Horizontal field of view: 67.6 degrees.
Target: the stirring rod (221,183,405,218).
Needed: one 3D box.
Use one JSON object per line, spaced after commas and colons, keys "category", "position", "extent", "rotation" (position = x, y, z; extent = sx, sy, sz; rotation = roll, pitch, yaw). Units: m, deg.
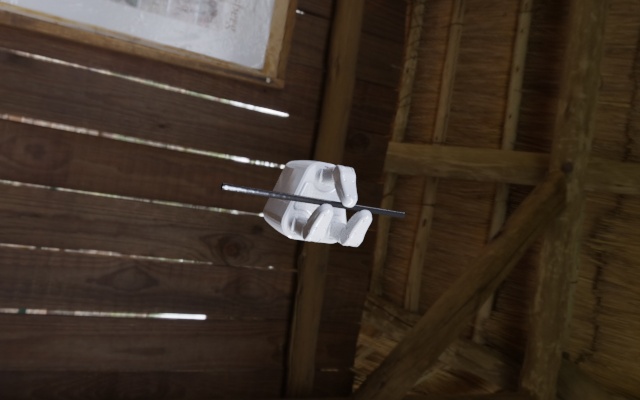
{"category": "stirring rod", "position": [0.000, 0.002, 0.574], "extent": [0.239, 0.011, 0.011], "rotation": [9, -4, -24]}
